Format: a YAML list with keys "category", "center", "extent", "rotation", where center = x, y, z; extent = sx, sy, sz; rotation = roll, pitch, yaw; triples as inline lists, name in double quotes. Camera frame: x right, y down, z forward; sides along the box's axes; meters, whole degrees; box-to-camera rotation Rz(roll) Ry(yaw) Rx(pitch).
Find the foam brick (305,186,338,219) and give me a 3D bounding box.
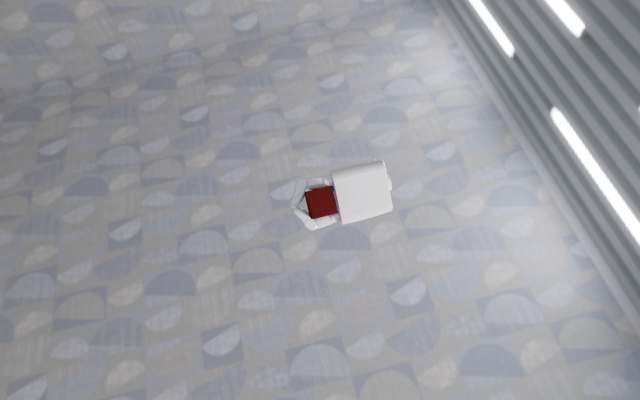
- category: "foam brick"
  center: [0.000, 0.003, 0.892]
  extent: [0.051, 0.053, 0.078]
  rotation: [-13, 2, -3]
